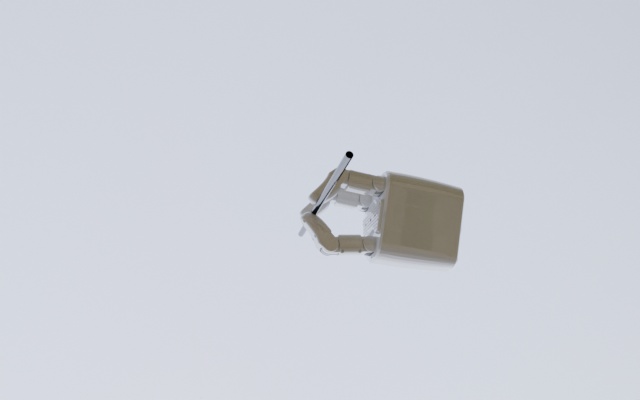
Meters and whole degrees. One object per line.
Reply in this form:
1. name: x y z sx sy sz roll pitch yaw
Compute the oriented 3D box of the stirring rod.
1. stirring rod: 0.000 0.002 0.556 0.011 0.011 0.240 0 -22 -14
